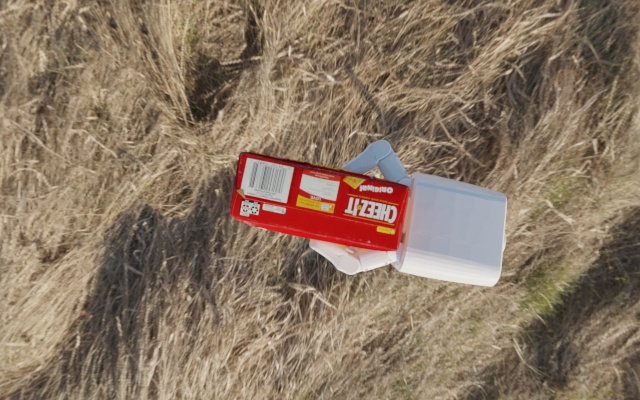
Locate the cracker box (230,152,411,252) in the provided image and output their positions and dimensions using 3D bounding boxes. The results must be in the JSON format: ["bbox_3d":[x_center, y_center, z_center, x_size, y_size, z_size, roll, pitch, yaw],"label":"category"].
[{"bbox_3d":[0.000,0.002,0.544,0.164,0.072,0.213,11,0,1],"label":"cracker box"}]
